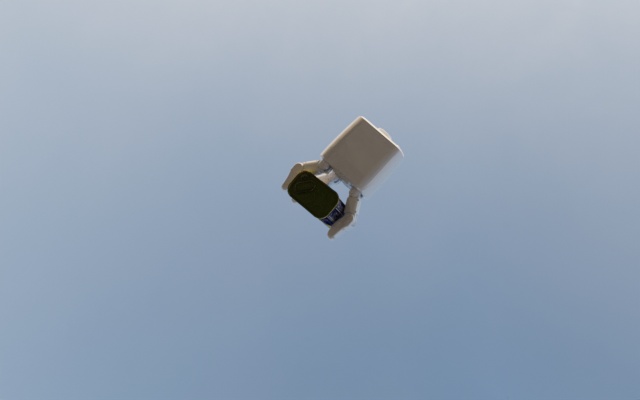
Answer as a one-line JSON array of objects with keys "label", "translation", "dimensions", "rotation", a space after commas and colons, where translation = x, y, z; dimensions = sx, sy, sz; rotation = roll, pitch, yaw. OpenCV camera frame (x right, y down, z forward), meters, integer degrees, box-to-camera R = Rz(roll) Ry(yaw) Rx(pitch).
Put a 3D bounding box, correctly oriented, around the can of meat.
[{"label": "can of meat", "translation": [0.000, 0.003, 0.870], "dimensions": [0.102, 0.057, 0.084], "rotation": [38, -3, 29]}]
